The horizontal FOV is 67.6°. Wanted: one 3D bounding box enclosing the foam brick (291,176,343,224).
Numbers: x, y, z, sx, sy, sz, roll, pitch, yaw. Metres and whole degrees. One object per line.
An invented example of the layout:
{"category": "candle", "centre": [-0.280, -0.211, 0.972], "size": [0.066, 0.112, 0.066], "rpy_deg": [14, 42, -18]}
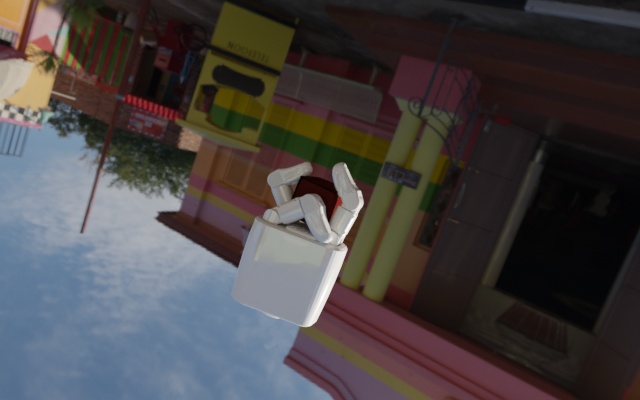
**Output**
{"category": "foam brick", "centre": [0.000, 0.002, 0.607], "size": [0.053, 0.051, 0.078], "rpy_deg": [24, 8, 17]}
